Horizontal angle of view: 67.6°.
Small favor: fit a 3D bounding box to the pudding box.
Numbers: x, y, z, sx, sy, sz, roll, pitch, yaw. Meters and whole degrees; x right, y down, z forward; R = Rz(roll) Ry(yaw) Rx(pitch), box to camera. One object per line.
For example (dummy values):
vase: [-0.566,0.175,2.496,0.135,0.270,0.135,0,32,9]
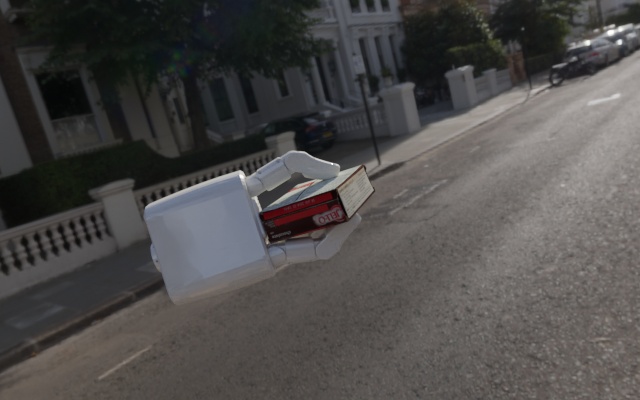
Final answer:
pudding box: [0.000,0.002,0.505,0.090,0.039,0.113,-16,12,24]
